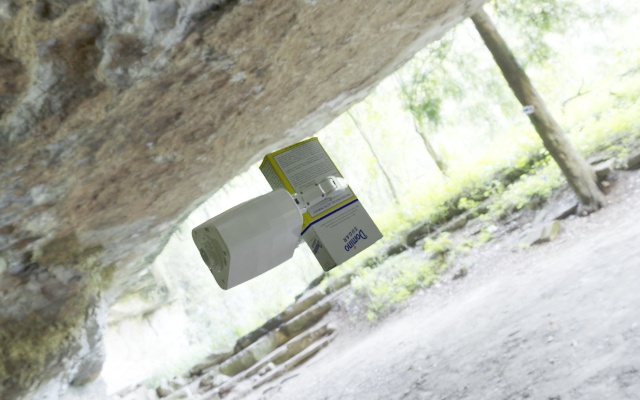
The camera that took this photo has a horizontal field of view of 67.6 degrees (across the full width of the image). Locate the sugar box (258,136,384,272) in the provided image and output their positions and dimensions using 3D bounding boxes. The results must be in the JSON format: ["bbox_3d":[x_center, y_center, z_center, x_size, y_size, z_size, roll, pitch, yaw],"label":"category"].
[{"bbox_3d":[0.000,0.002,0.662,0.093,0.176,0.048,-26,-10,-32],"label":"sugar box"}]
